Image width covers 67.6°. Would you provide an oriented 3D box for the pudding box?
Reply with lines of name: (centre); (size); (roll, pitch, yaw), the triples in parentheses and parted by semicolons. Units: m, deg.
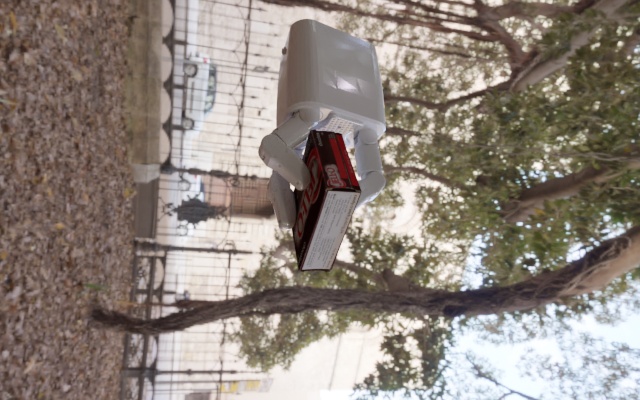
pudding box: (0.000, 0.002, 0.470); (0.039, 0.114, 0.090); (3, 41, -14)
